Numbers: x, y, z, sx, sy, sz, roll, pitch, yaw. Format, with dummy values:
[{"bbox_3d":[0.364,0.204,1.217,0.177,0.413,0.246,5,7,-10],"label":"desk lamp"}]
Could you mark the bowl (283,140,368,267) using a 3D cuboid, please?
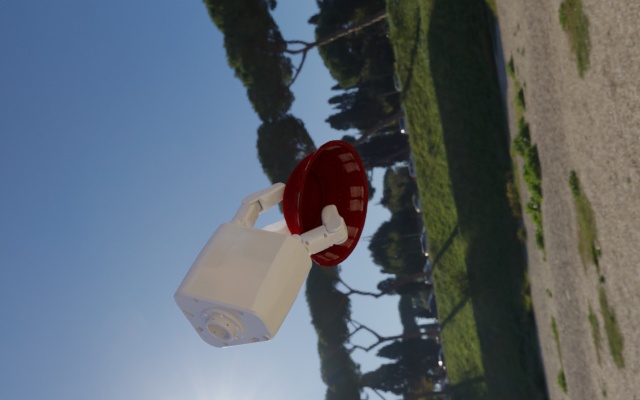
[{"bbox_3d":[0.000,0.001,0.622,0.055,0.162,0.162,6,3,35],"label":"bowl"}]
